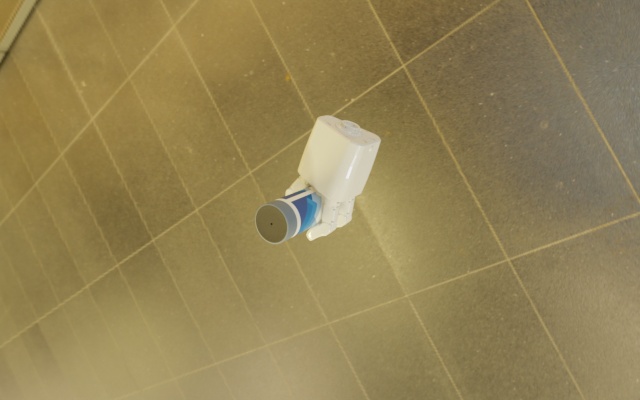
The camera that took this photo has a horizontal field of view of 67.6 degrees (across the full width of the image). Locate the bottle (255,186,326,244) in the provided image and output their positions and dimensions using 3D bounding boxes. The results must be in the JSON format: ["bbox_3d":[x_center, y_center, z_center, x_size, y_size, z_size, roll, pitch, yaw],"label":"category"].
[{"bbox_3d":[0.000,0.003,0.867,0.069,0.069,0.295,0,13,33],"label":"bottle"}]
